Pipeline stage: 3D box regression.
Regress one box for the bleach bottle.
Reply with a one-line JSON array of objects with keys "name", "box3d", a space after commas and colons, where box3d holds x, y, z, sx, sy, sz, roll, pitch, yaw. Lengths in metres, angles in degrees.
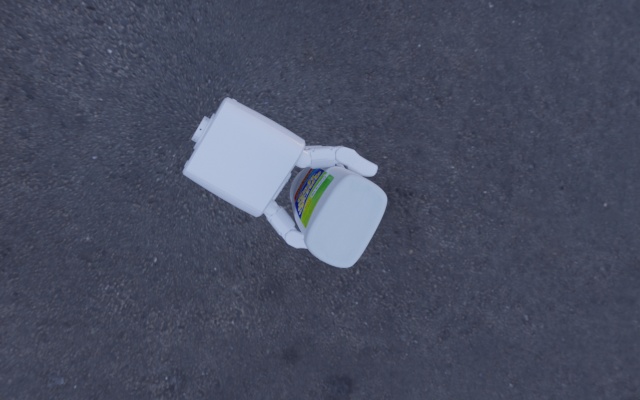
[{"name": "bleach bottle", "box3d": [0.000, 0.002, 0.618, 0.068, 0.102, 0.251, 30, 1, -17]}]
